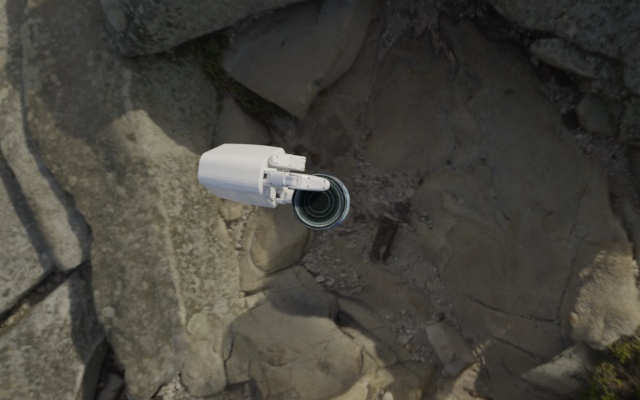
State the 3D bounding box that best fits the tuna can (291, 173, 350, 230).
[{"bbox_3d":[0.000,0.002,0.717,0.086,0.086,0.034,0,-1,10],"label":"tuna can"}]
